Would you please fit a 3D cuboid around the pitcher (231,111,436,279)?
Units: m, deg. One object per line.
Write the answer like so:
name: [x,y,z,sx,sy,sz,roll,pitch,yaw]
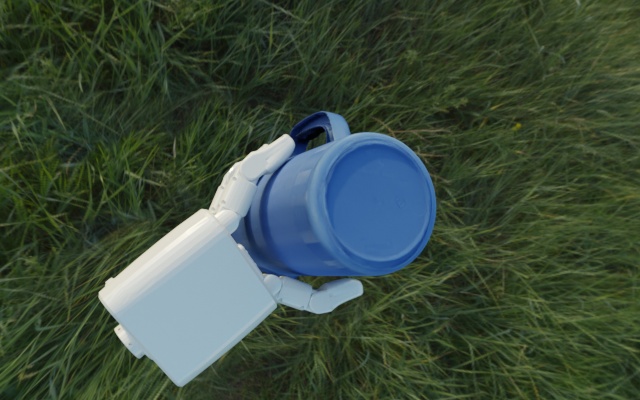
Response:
pitcher: [0.000,0.002,0.459,0.145,0.149,0.243,-39,9,-20]
